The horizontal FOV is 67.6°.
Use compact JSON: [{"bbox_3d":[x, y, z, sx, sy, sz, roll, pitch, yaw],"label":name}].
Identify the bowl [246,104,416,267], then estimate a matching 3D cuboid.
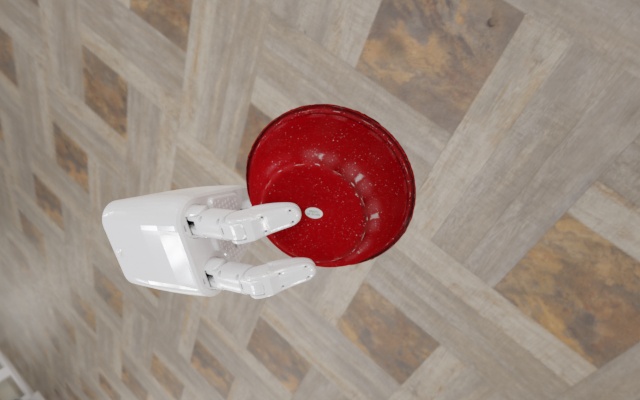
[{"bbox_3d":[0.001,0.001,0.417,0.162,0.162,0.055,0,25,16],"label":"bowl"}]
